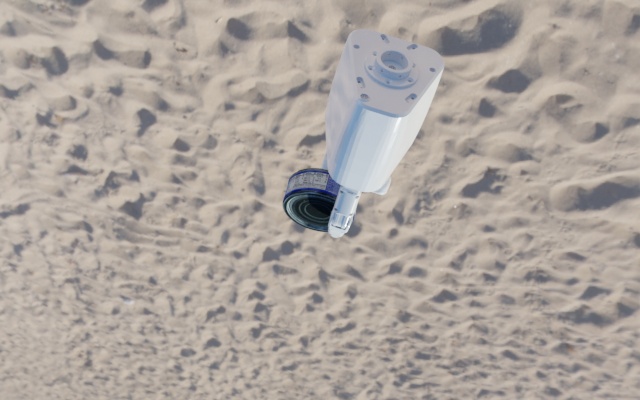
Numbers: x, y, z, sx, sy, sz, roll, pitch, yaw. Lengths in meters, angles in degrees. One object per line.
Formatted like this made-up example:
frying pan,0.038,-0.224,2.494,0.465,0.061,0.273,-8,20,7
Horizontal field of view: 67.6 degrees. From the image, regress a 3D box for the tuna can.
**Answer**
tuna can,0.000,0.002,0.554,0.086,0.033,0.086,10,-33,7
